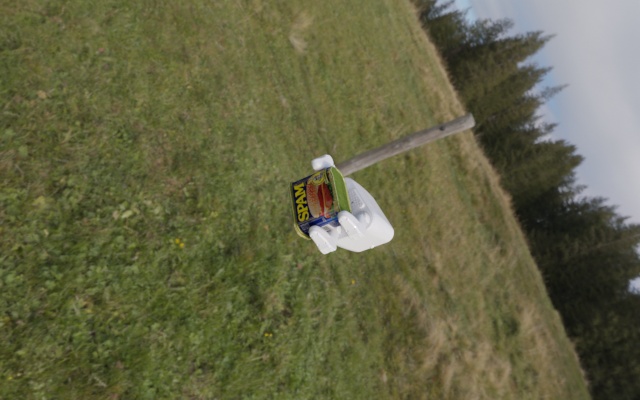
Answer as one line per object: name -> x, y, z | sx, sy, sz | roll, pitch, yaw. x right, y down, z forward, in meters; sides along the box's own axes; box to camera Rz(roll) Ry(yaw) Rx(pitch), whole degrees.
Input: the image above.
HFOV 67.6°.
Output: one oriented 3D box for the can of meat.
can of meat -> 0.000, 0.002, 0.789 | 0.084, 0.102, 0.057 | -22, -30, 22
